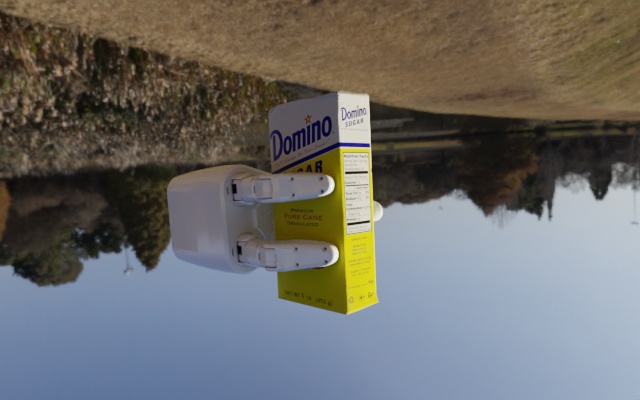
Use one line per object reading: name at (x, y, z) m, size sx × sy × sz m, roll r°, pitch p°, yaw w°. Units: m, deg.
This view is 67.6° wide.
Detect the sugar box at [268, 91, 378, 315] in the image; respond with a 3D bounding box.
sugar box at (0.000, 0.002, 0.414) m, size 0.048 × 0.176 × 0.093 m, roll -8°, pitch 5°, yaw -42°
